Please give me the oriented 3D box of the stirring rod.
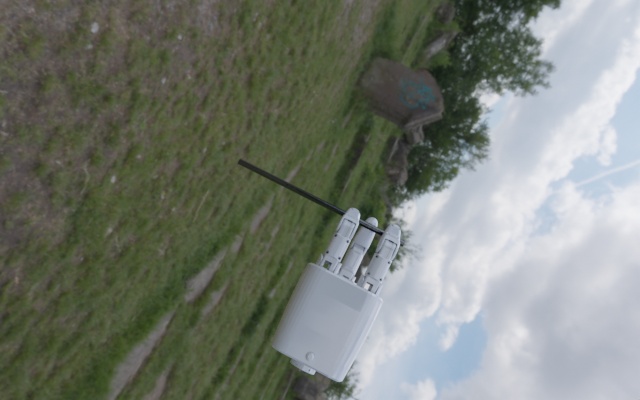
[{"bbox_3d":[0.000,0.002,0.623,0.239,0.011,0.011,27,2,3],"label":"stirring rod"}]
